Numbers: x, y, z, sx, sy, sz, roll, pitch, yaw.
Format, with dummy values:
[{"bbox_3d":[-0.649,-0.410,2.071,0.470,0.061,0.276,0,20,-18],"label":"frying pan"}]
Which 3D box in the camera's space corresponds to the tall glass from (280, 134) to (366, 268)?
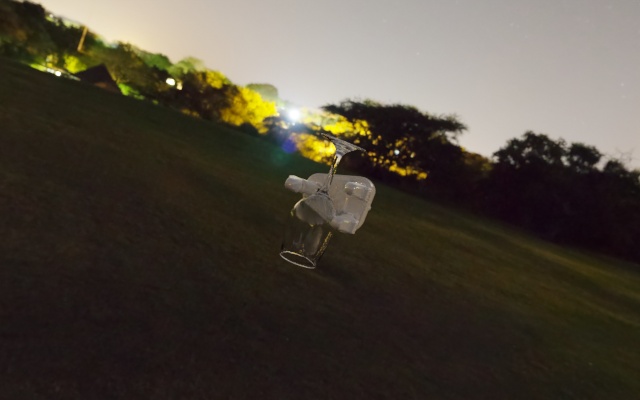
[{"bbox_3d":[0.000,0.002,0.748,0.079,0.201,0.079,21,5,-2],"label":"tall glass"}]
